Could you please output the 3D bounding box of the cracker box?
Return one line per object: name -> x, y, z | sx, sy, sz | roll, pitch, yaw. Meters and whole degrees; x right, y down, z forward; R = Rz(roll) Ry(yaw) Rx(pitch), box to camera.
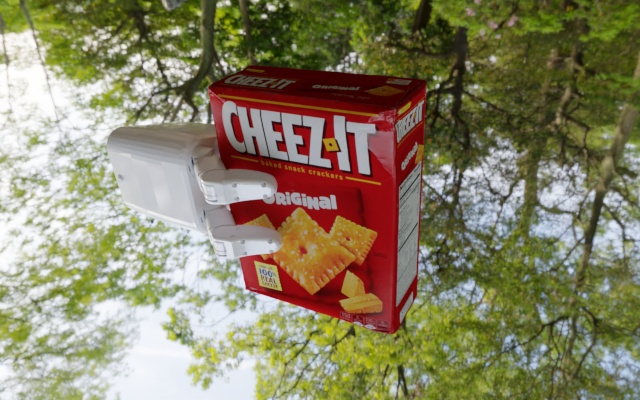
cracker box -> 0.000, 0.001, 0.418 | 0.164, 0.214, 0.072 | 12, 35, 26
